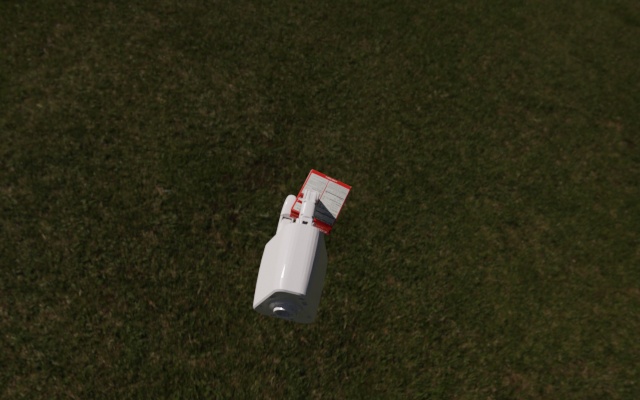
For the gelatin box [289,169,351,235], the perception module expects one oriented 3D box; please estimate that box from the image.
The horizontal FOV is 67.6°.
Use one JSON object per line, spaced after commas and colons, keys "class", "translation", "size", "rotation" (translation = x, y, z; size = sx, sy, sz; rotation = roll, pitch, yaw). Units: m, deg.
{"class": "gelatin box", "translation": [0.000, 0.002, 0.780], "size": [0.073, 0.089, 0.030], "rotation": [24, -30, 4]}
